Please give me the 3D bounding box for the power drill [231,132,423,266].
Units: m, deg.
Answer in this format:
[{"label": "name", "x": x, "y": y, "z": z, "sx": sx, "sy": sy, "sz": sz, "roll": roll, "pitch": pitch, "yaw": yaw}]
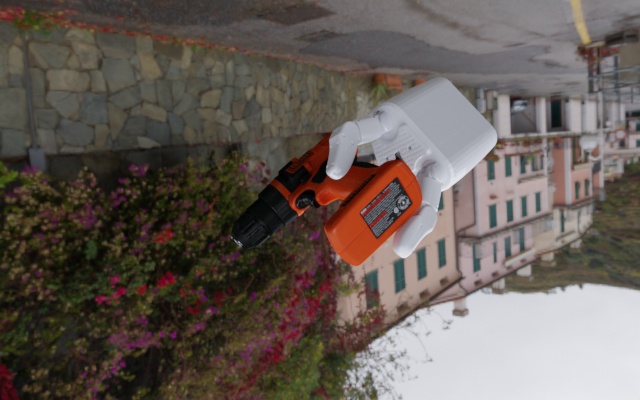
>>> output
[{"label": "power drill", "x": 0.001, "y": 0.002, "z": 0.503, "sx": 0.184, "sy": 0.057, "sz": 0.187, "roll": -45, "pitch": 30, "yaw": -12}]
